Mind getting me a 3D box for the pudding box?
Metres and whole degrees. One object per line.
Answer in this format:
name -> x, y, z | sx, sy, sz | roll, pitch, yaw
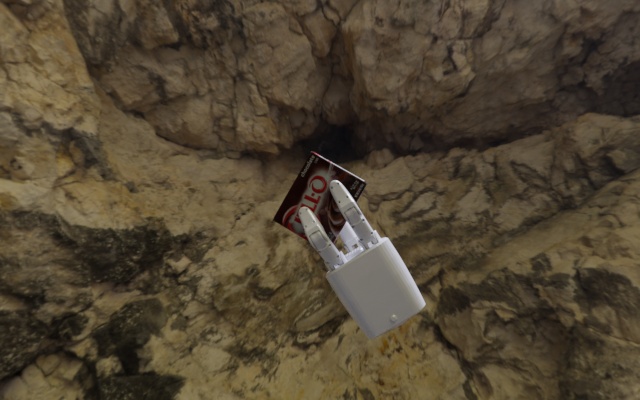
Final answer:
pudding box -> 0.000, 0.002, 0.667 | 0.090, 0.113, 0.039 | 30, 2, 5
